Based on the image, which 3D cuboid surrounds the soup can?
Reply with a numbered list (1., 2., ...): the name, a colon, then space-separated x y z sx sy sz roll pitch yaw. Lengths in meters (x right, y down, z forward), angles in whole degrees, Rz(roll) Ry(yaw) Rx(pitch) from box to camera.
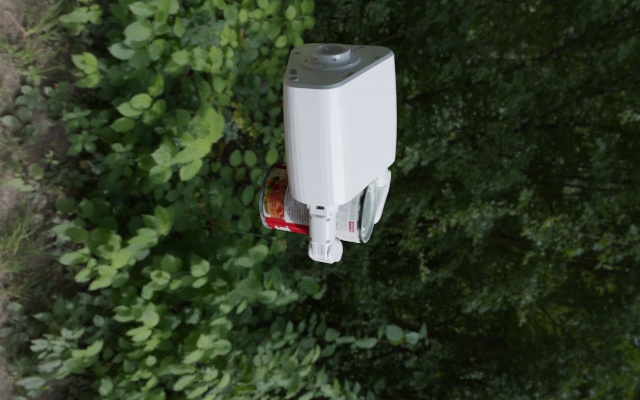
1. soup can: 0.000 0.002 0.474 0.102 0.068 0.068 8 2 17
